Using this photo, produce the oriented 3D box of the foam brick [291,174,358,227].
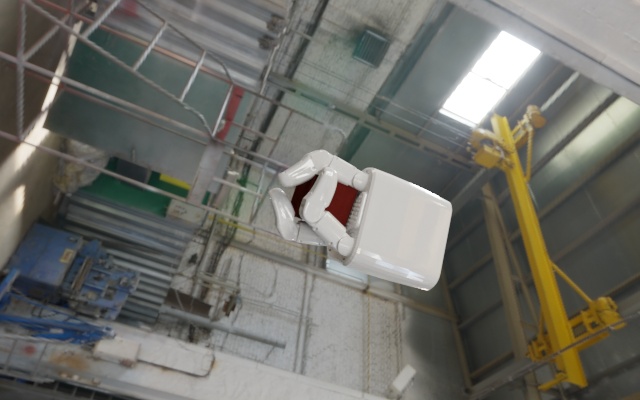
[{"bbox_3d":[0.000,0.002,0.545,0.051,0.053,0.078,20,-1,-15],"label":"foam brick"}]
